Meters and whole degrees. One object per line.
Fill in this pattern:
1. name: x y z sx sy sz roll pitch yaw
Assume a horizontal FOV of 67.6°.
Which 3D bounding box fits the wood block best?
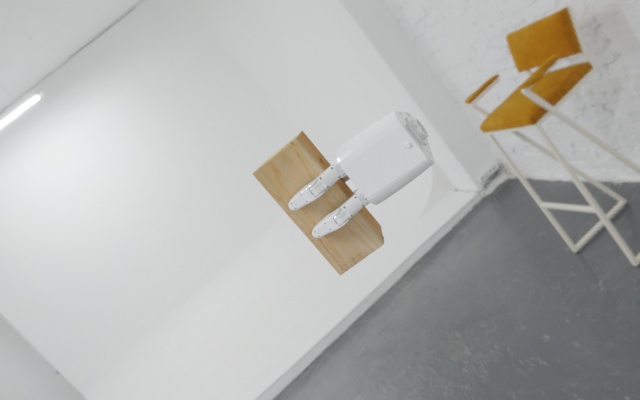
1. wood block: 0.000 0.002 0.750 0.090 0.206 0.090 -38 10 12
